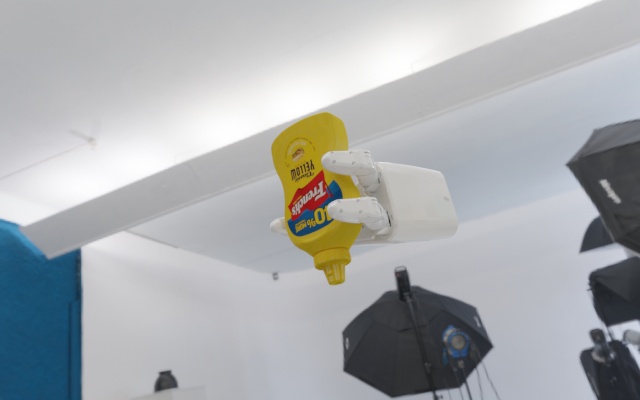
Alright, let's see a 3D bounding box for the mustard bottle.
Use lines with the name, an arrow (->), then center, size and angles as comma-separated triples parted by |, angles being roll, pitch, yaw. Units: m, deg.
mustard bottle -> 0.000, 0.002, 0.544 | 0.096, 0.191, 0.058 | -25, -25, 29
